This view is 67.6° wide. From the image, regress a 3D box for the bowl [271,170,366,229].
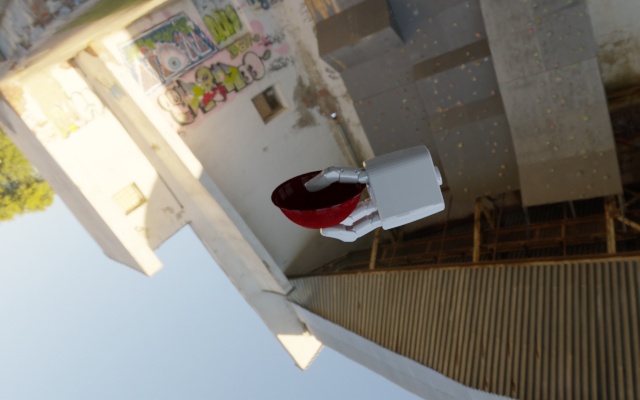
[{"bbox_3d":[-0.001,0.003,0.808,0.162,0.055,0.162,-8,25,4],"label":"bowl"}]
